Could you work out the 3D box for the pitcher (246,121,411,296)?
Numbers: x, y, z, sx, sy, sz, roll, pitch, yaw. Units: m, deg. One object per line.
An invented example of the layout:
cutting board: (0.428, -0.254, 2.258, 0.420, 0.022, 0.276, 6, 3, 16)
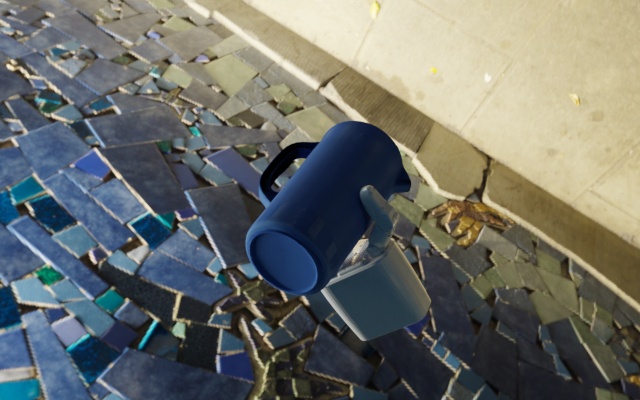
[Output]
pitcher: (0.000, 0.002, 0.619, 0.149, 0.145, 0.242, -22, 19, 39)
